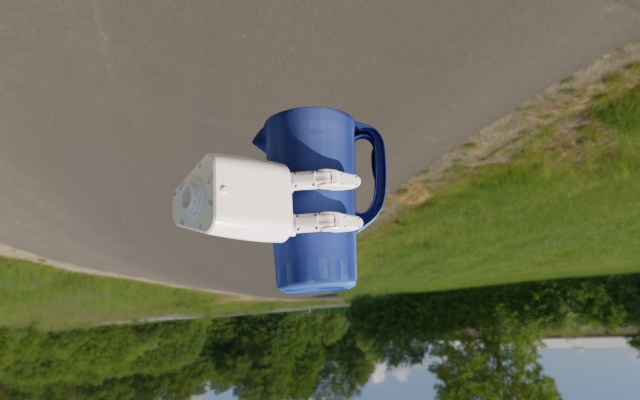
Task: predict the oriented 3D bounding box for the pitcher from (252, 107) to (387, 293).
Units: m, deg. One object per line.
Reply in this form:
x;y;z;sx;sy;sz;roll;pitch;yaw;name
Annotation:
0.000;0.002;0.664;0.145;0.242;0.149;8;-17;-41;pitcher
